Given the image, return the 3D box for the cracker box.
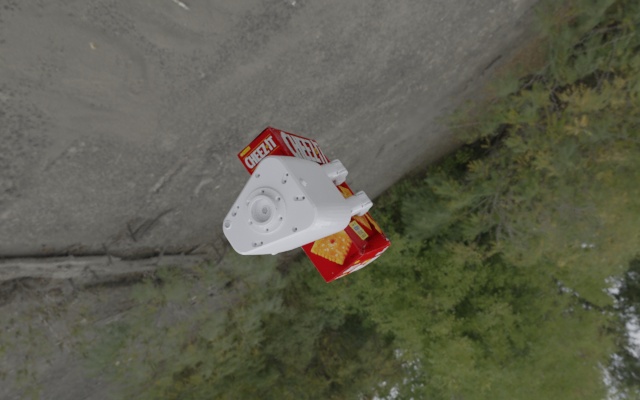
[{"bbox_3d":[0.000,0.002,0.686,0.072,0.213,0.164,-40,-14,17],"label":"cracker box"}]
